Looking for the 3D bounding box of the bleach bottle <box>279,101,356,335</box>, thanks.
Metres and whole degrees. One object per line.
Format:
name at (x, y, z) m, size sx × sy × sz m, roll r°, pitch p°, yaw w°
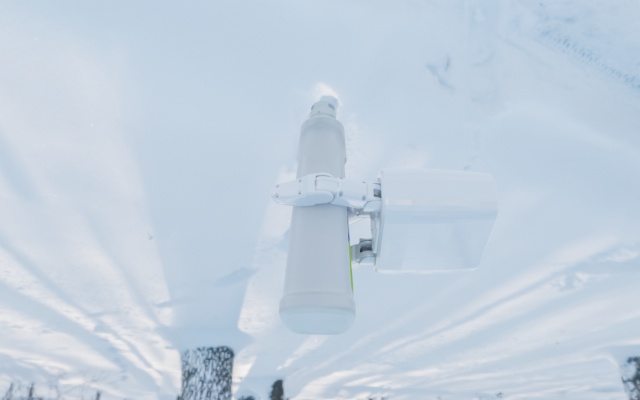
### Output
bleach bottle at (0.000, 0.002, 0.488) m, size 0.068 × 0.250 × 0.103 m, roll 1°, pitch -27°, yaw 1°
